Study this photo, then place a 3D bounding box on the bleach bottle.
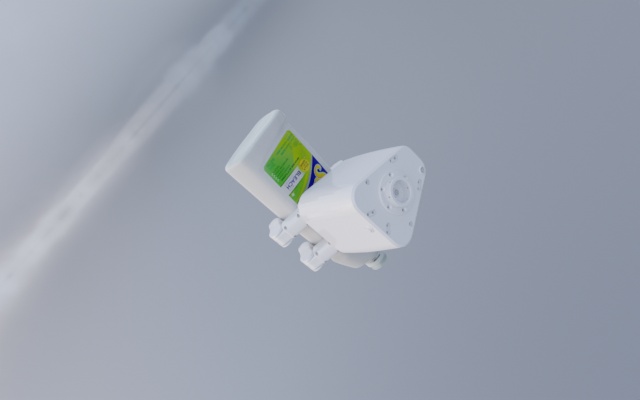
[{"bbox_3d":[0.000,0.002,0.634,0.251,0.102,0.068,41,-26,-21],"label":"bleach bottle"}]
